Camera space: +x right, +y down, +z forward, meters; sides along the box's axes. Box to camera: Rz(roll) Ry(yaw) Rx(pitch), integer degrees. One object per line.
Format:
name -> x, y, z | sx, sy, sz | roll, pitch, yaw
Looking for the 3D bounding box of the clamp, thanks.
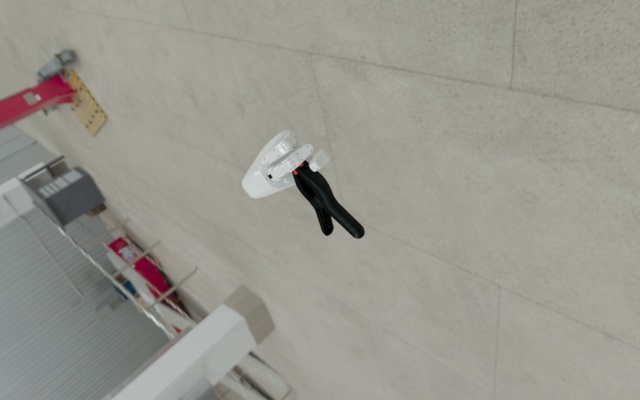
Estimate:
clamp -> 0.000, 0.003, 0.853 | 0.039, 0.171, 0.120 | -40, 10, -30
